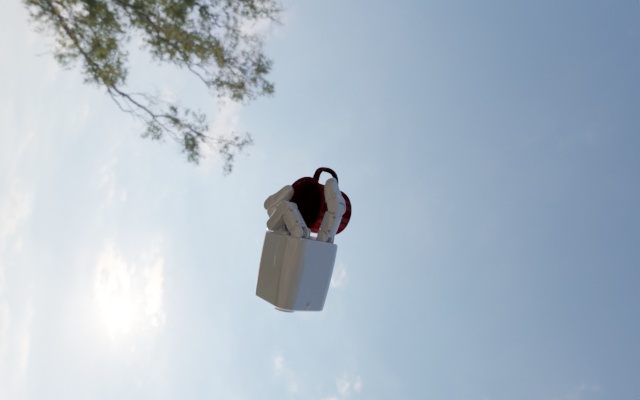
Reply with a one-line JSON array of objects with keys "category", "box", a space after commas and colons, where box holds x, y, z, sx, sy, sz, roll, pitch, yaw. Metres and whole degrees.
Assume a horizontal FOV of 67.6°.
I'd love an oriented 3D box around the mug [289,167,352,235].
[{"category": "mug", "box": [0.001, 0.001, 0.794, 0.093, 0.117, 0.081, 9, -5, 44]}]
